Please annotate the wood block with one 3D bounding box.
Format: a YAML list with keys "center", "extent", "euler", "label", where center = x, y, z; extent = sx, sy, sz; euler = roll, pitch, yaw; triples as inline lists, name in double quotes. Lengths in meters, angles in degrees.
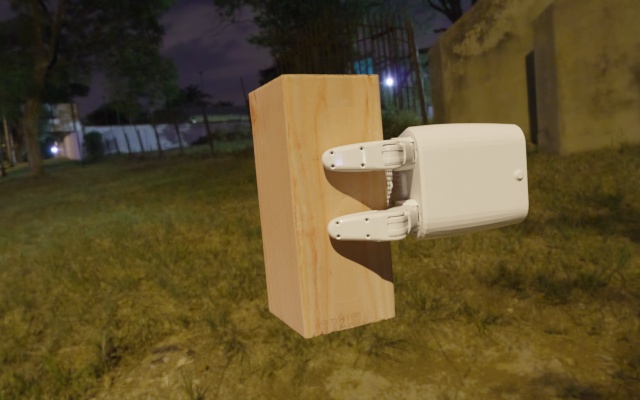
- center: [0.000, 0.001, 0.425]
  extent: [0.090, 0.206, 0.091]
  euler: [-7, 5, -24]
  label: "wood block"
